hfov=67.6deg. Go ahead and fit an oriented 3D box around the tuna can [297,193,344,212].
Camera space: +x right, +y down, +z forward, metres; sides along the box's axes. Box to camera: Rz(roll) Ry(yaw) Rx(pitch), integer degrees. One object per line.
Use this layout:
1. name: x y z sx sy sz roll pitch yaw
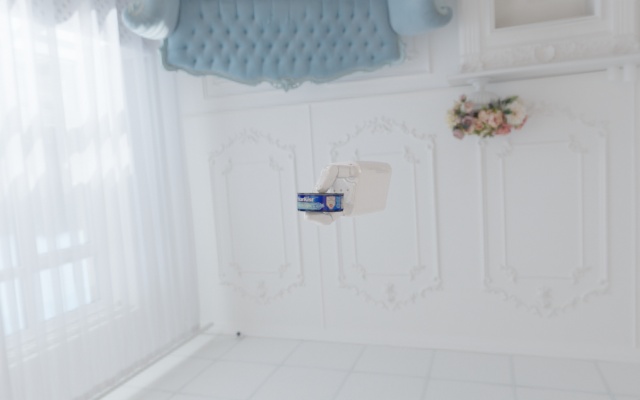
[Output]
1. tuna can: 0.000 0.003 0.862 0.086 0.034 0.086 1 1 0
